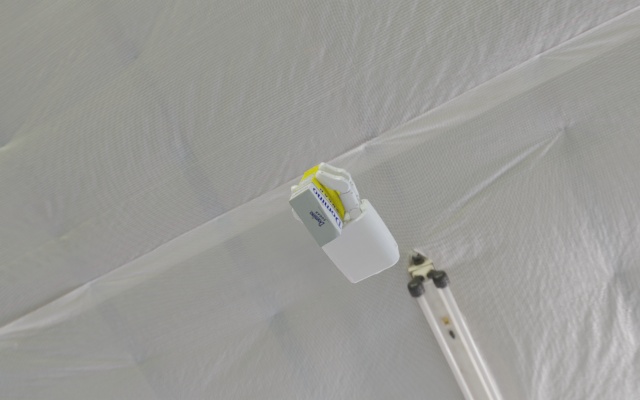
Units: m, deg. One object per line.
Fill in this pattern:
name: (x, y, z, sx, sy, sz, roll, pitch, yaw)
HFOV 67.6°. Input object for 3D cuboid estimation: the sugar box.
sugar box: (0.001, 0.002, 0.813, 0.048, 0.093, 0.176, -32, 12, 12)
